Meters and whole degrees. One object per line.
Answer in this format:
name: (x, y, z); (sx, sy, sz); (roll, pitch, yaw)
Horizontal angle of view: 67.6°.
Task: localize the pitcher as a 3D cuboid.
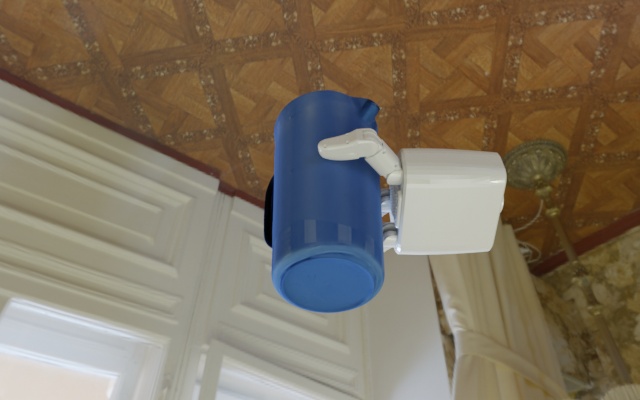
pitcher: (0.000, 0.002, 0.537); (0.145, 0.149, 0.242); (1, 44, 0)
